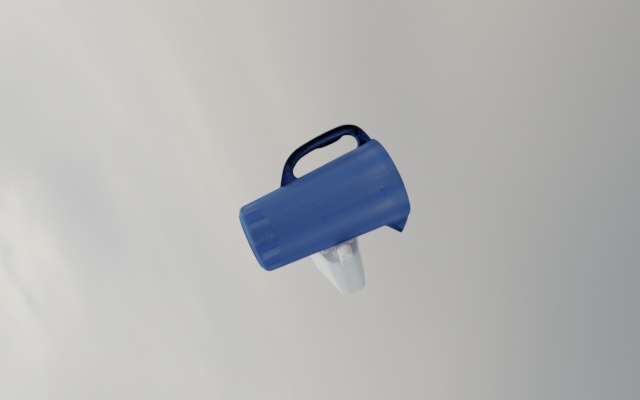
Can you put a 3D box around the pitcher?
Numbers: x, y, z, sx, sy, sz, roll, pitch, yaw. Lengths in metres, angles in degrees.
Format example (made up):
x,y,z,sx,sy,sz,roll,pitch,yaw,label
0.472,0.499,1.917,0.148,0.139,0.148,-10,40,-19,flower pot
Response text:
x,y,z,sx,sy,sz,roll,pitch,yaw,label
0.000,0.003,0.732,0.243,0.149,0.145,-24,-42,-4,pitcher
